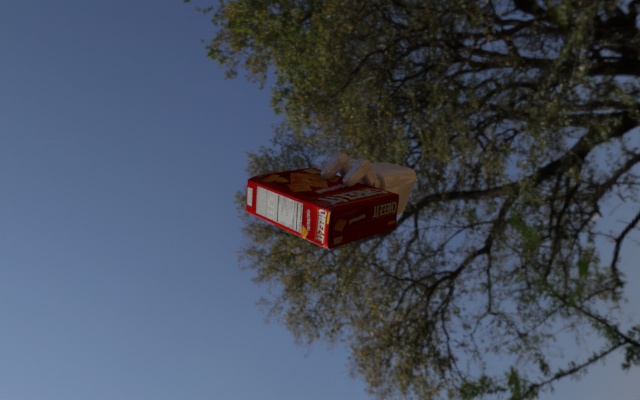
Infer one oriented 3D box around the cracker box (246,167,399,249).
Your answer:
[{"bbox_3d":[0.000,0.003,0.820,0.164,0.072,0.213,-12,23,-42],"label":"cracker box"}]
